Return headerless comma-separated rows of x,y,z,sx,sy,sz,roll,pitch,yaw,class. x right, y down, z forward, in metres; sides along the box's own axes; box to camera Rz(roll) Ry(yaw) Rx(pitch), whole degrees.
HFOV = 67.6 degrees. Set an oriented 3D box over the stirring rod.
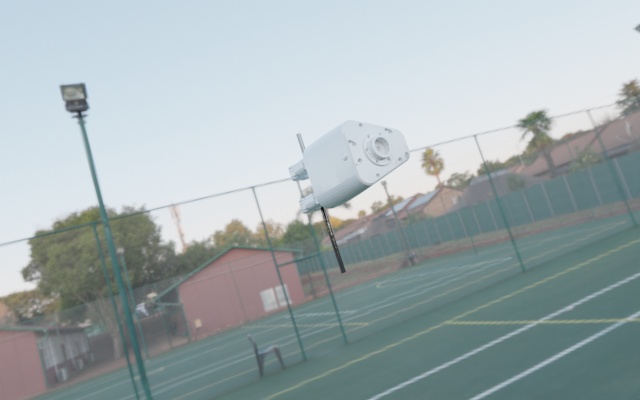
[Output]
0.000,0.003,0.780,0.011,0.239,0.011,-18,-7,-2,stirring rod
